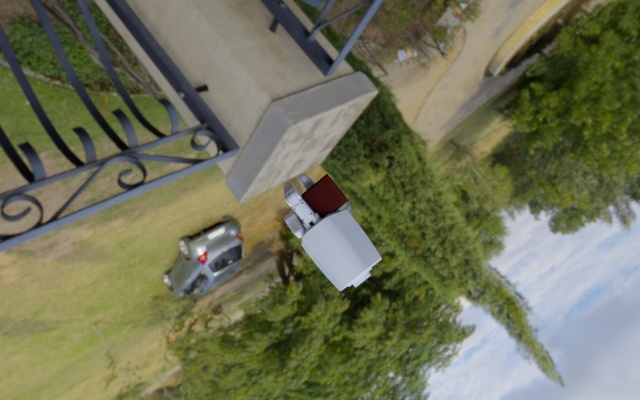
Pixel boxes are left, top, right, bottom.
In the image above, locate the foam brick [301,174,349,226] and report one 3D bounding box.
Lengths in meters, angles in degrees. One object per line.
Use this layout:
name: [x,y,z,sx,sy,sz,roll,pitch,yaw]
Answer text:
foam brick: [0.000,0.002,0.790,0.078,0.051,0.053,-39,-10,6]
